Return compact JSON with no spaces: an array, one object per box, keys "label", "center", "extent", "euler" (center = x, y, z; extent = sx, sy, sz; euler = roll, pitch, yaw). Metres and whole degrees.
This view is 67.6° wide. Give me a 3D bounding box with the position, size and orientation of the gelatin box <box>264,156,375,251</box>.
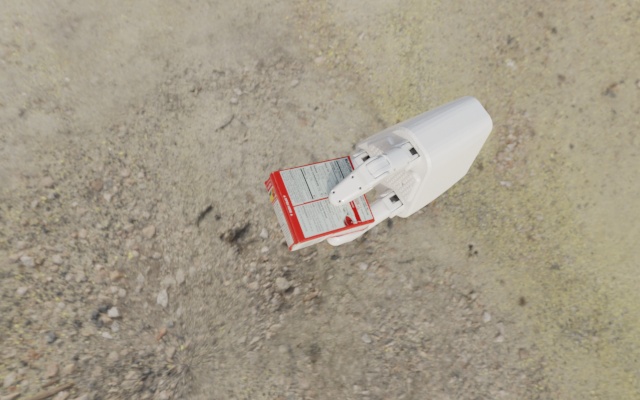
[{"label":"gelatin box","center":[0.000,0.001,0.463],"extent":[0.089,0.073,0.030],"euler":[-14,-16,-27]}]
